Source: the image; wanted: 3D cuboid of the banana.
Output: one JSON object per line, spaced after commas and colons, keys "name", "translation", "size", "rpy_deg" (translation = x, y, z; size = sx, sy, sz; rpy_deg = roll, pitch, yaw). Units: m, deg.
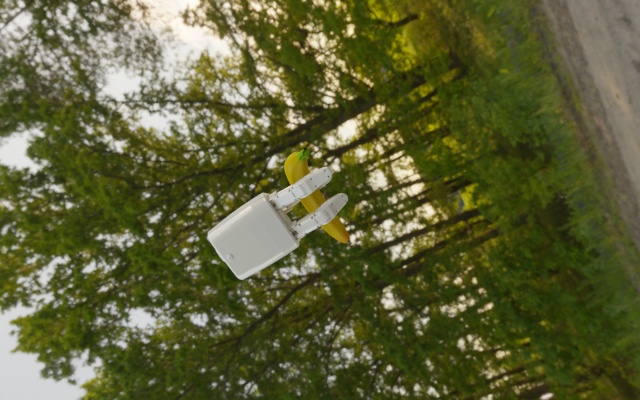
{"name": "banana", "translation": [-0.011, -0.007, 0.757], "size": [0.037, 0.198, 0.069], "rpy_deg": [-39, 39, -13]}
